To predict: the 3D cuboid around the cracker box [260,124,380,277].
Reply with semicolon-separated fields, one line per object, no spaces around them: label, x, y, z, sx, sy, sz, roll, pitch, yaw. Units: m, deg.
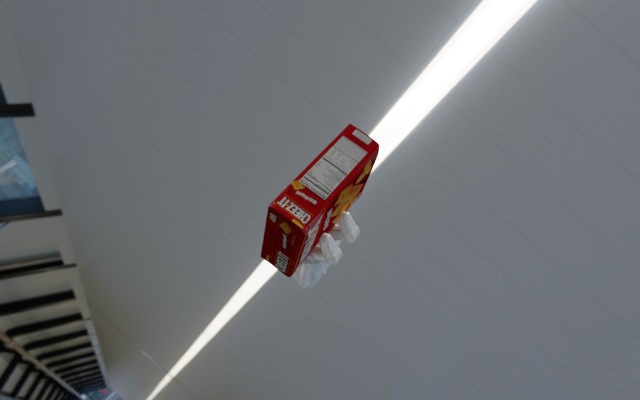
cracker box;0.000;0.002;0.774;0.072;0.213;0.164;35;-32;11
